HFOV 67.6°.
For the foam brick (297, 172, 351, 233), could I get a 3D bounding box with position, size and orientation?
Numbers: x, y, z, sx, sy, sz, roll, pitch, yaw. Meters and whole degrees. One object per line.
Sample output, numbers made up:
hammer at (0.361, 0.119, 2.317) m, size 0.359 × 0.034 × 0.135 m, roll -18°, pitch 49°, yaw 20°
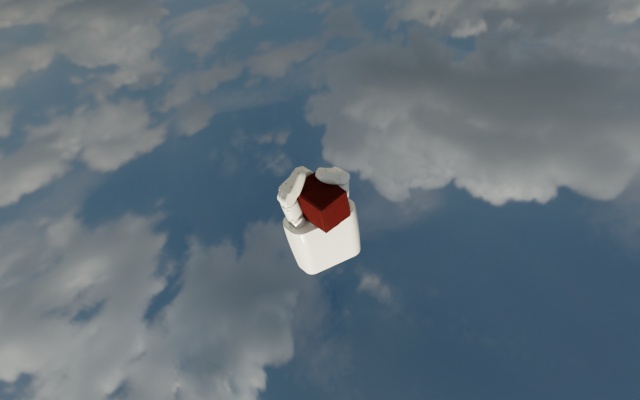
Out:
foam brick at (0.000, 0.002, 0.727) m, size 0.053 × 0.051 × 0.078 m, roll -35°, pitch 45°, yaw -23°
